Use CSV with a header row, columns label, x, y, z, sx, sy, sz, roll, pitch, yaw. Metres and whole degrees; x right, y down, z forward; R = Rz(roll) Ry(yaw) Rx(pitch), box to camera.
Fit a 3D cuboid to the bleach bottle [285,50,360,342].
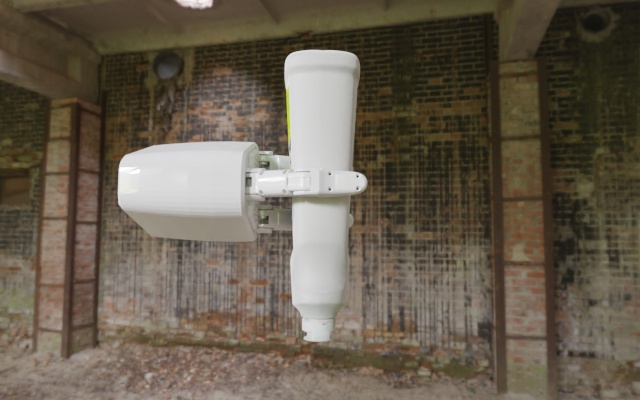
label,x,y,z,sx,sy,sz,roll,pitch,yaw
bleach bottle,0.000,0.001,0.440,0.068,0.251,0.102,1,-4,-1
